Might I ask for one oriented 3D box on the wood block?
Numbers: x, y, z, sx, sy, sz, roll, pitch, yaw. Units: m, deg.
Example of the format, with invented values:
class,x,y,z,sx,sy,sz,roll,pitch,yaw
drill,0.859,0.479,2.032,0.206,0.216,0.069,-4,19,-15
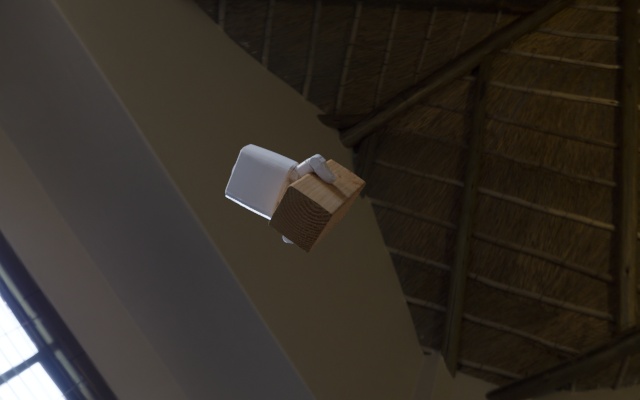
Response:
class,x,y,z,sx,sy,sz,roll,pitch,yaw
wood block,0.000,0.002,0.892,0.090,0.091,0.206,35,26,8
